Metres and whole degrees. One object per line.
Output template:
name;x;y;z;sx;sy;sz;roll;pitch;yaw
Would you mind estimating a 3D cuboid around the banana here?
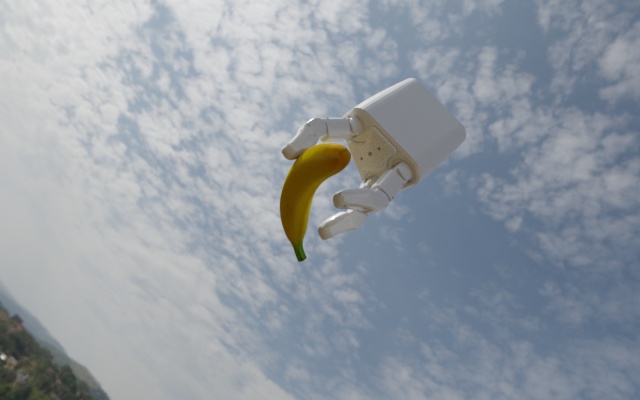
banana;-0.012;-0.009;0.523;0.037;0.069;0.198;-30;-23;-31
